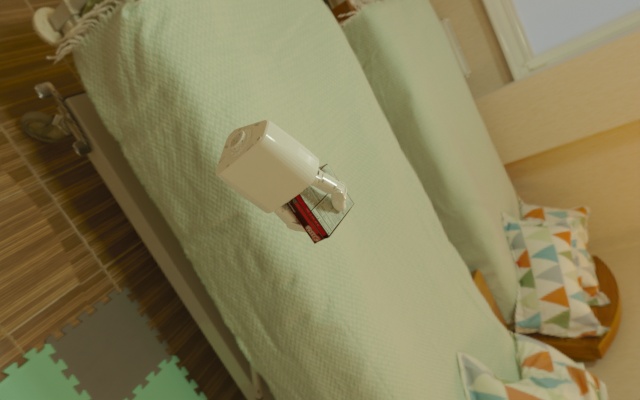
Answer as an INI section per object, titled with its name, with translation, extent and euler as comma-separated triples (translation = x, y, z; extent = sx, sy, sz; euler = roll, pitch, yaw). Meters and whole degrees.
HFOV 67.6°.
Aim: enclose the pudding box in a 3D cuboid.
[pudding box]
translation = 0.000, 0.002, 0.779
extent = 0.039, 0.090, 0.113
euler = -24, 15, 38
